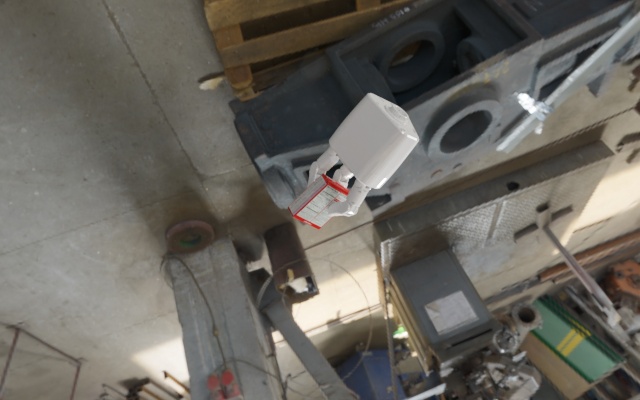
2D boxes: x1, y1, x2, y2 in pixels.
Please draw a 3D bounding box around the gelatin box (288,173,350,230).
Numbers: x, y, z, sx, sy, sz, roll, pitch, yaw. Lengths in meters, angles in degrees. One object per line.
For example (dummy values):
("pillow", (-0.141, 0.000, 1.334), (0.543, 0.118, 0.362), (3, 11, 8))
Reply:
("gelatin box", (0.000, 0.003, 0.824), (0.073, 0.089, 0.030), (29, 23, -46))
